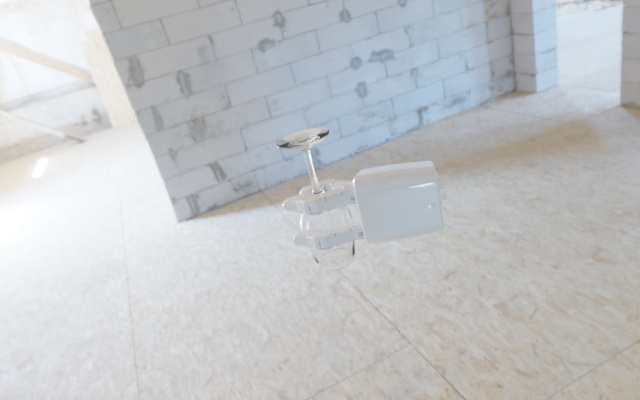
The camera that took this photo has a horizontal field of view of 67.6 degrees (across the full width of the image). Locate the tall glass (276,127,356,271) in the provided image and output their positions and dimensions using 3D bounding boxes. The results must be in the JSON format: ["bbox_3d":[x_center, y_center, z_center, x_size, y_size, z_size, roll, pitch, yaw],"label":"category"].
[{"bbox_3d":[0.000,0.002,0.686,0.079,0.201,0.079,-12,25,6],"label":"tall glass"}]
